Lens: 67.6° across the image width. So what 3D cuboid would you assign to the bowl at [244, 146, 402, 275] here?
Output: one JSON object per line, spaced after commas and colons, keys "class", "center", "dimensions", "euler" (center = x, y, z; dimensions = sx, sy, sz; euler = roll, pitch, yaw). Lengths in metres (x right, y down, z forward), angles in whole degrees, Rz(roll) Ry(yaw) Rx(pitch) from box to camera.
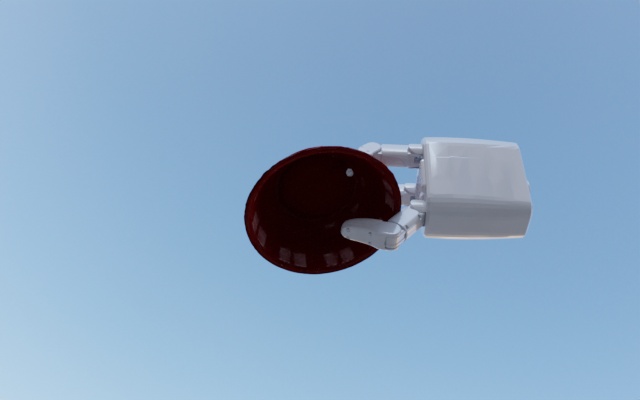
{"class": "bowl", "center": [-0.001, 0.001, 0.503], "dimensions": [0.162, 0.162, 0.055], "euler": [0, 36, -12]}
